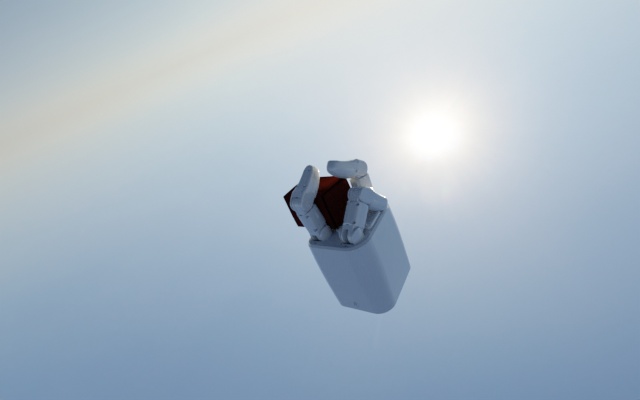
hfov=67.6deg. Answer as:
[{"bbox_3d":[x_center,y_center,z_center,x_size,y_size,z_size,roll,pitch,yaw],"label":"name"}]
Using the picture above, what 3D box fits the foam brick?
[{"bbox_3d":[0.000,0.002,0.632,0.078,0.051,0.053,1,33,48],"label":"foam brick"}]
